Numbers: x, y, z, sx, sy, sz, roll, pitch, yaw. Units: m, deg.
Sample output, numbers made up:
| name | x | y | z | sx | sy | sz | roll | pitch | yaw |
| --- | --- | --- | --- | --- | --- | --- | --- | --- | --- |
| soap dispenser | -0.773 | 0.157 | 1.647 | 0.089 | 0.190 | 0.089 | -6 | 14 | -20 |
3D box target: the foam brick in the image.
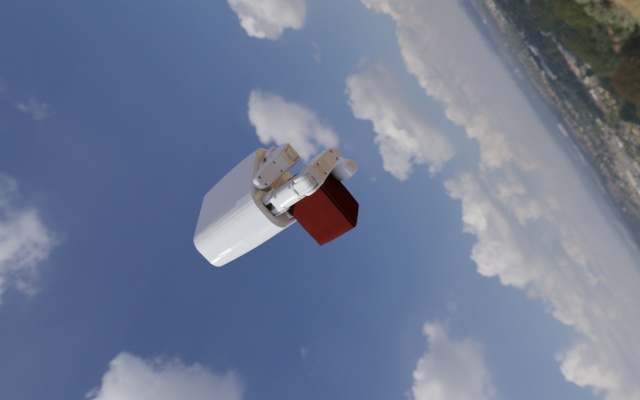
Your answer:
| name | x | y | z | sx | sy | sz | roll | pitch | yaw |
| --- | --- | --- | --- | --- | --- | --- | --- | --- | --- |
| foam brick | 0.000 | 0.002 | 0.547 | 0.051 | 0.078 | 0.053 | -34 | 16 | 24 |
